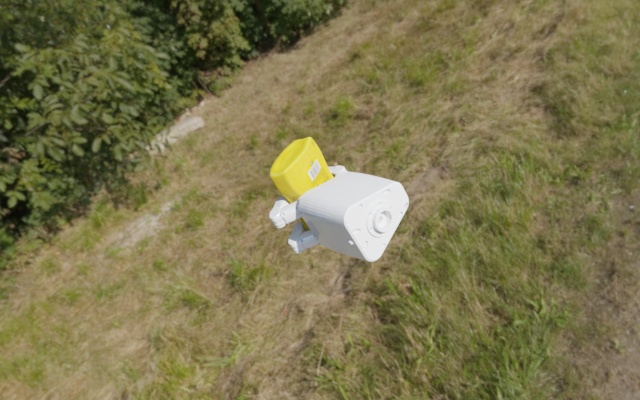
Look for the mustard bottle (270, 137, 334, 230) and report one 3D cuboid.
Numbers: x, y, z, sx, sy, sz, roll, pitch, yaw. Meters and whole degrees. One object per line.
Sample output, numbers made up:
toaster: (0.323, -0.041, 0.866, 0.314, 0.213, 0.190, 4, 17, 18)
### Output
mustard bottle: (0.000, 0.002, 0.751, 0.058, 0.192, 0.096, -10, 36, 36)
